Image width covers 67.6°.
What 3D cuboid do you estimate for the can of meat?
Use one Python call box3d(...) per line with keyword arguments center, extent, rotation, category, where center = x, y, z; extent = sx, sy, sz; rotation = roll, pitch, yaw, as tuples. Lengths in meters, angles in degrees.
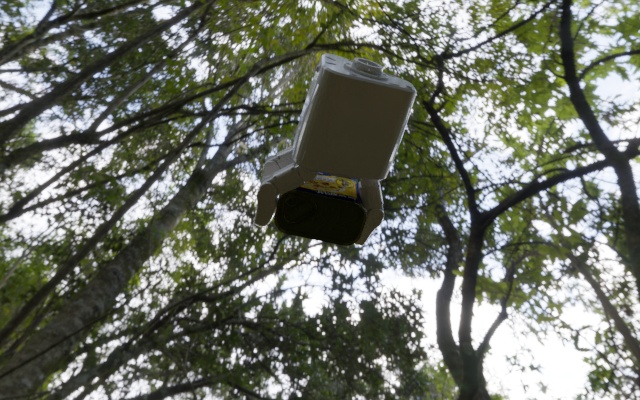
box3d(center=(0.000, 0.002, 0.573), extent=(0.102, 0.057, 0.084), rotation=(12, 27, -6), category="can of meat")
